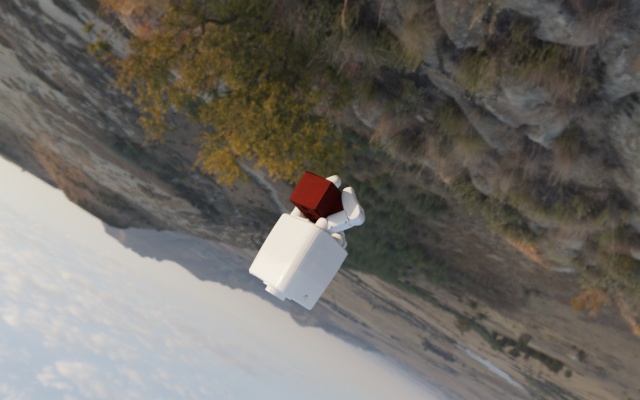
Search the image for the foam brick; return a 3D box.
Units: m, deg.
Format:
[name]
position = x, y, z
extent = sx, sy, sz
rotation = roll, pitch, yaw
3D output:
[foam brick]
position = 0.000, 0.002, 0.716
extent = 0.053, 0.051, 0.078
rotation = 23, -15, 36
